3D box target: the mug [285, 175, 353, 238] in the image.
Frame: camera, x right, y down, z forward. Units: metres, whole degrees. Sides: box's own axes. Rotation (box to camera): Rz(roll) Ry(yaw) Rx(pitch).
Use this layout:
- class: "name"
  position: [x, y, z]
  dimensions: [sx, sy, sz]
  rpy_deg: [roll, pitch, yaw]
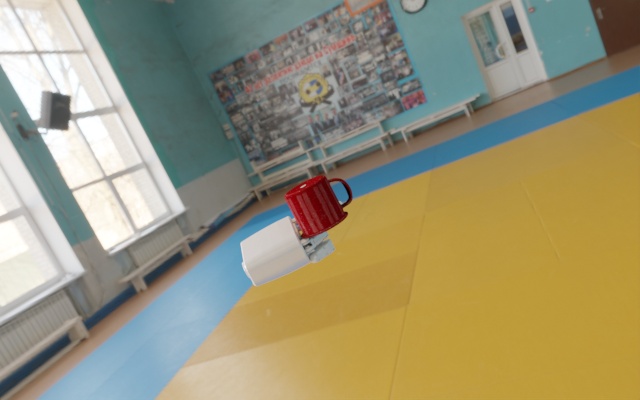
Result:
- class: "mug"
  position: [0.001, 0.002, 0.837]
  dimensions: [0.117, 0.081, 0.093]
  rpy_deg: [-28, 10, -4]
